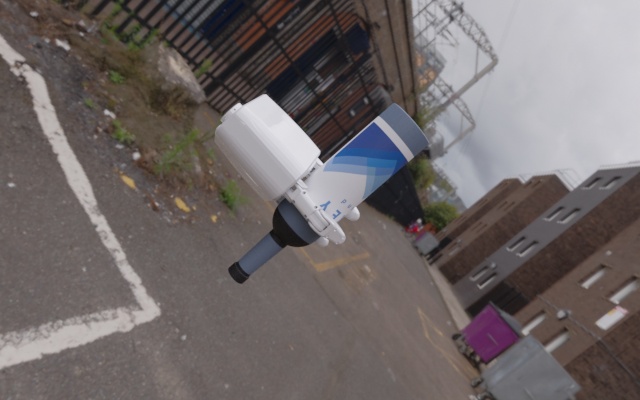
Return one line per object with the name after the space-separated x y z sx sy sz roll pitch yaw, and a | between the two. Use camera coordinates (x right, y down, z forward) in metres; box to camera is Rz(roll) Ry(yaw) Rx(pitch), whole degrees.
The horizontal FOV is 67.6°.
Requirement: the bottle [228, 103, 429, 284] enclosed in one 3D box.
0.000 0.002 0.599 0.296 0.069 0.069 -41 -6 7 | bottle
